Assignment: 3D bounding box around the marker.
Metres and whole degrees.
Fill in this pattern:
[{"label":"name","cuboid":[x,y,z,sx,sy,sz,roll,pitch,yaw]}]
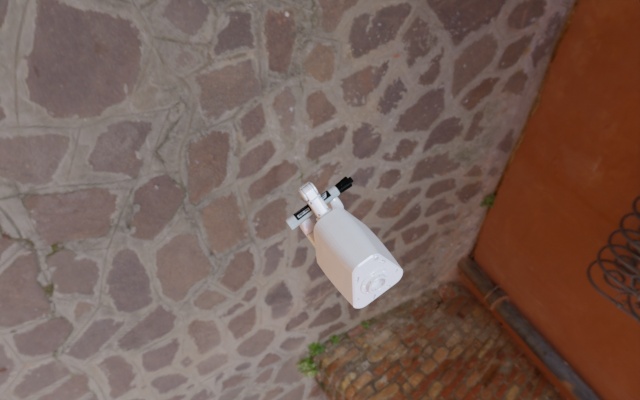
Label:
[{"label":"marker","cuboid":[0.000,0.002,0.734,0.121,0.020,0.020,-36,4,-5]}]
